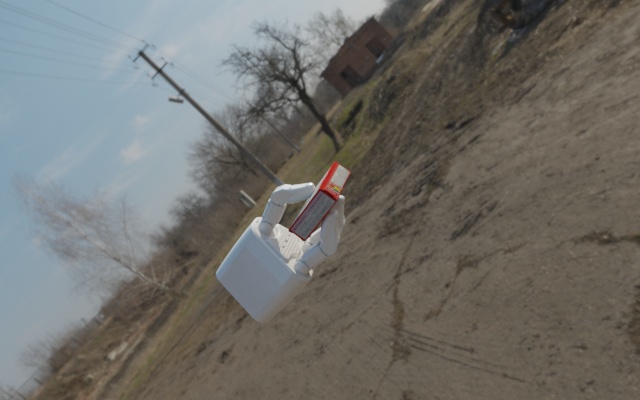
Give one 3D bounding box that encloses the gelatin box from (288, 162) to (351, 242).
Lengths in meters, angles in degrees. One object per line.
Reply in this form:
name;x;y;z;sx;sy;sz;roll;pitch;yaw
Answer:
gelatin box;0.000;0.002;0.632;0.030;0.089;0.073;34;37;-3
